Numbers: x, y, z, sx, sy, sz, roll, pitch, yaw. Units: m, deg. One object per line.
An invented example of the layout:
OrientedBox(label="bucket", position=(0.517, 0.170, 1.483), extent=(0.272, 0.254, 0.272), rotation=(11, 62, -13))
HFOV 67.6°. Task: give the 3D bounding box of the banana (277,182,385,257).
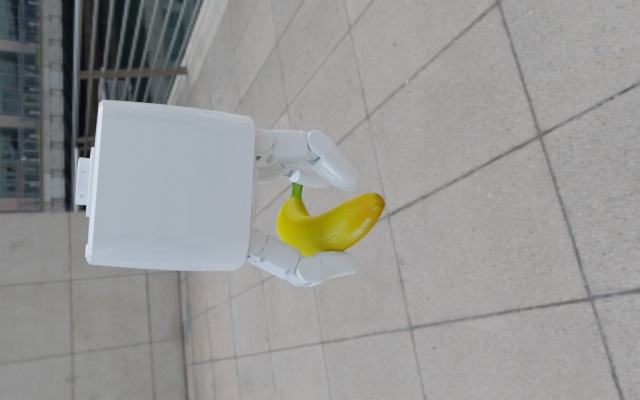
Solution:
OrientedBox(label="banana", position=(-0.005, 0.020, 0.441), extent=(0.037, 0.069, 0.198), rotation=(10, 1, -24))
